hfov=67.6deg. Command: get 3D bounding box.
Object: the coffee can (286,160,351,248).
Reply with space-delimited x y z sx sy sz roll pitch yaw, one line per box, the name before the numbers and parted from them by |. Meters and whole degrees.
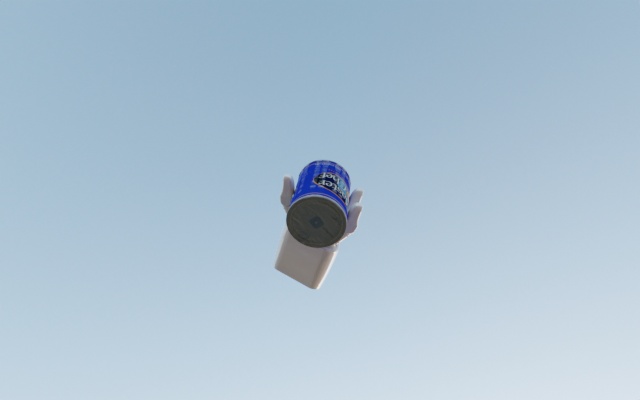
coffee can | 0.000 0.003 0.853 0.103 0.103 0.140 0 30 7
